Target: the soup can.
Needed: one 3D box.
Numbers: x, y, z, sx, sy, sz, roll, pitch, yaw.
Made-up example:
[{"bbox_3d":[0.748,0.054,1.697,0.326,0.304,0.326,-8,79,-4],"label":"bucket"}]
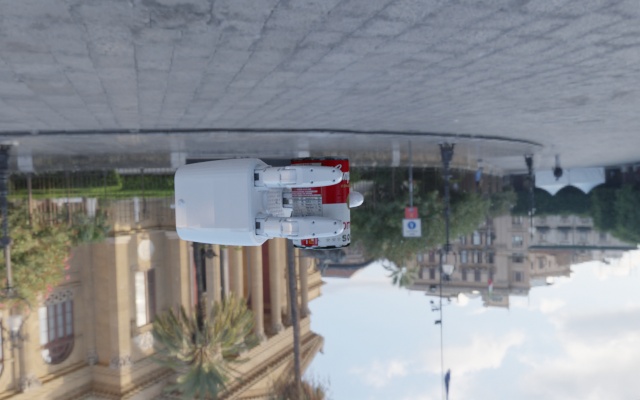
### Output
[{"bbox_3d":[0.001,0.002,0.549,0.068,0.102,0.068,-1,2,0],"label":"soup can"}]
